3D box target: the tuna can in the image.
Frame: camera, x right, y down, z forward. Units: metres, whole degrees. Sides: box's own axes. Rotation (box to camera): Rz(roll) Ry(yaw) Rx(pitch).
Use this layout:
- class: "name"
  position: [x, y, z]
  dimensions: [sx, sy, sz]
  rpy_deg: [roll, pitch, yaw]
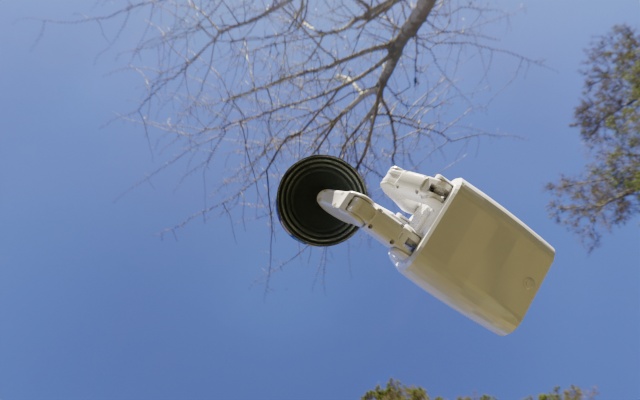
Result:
- class: "tuna can"
  position: [0.000, 0.002, 0.455]
  dimensions: [0.086, 0.086, 0.034]
  rpy_deg: [0, -7, -9]
